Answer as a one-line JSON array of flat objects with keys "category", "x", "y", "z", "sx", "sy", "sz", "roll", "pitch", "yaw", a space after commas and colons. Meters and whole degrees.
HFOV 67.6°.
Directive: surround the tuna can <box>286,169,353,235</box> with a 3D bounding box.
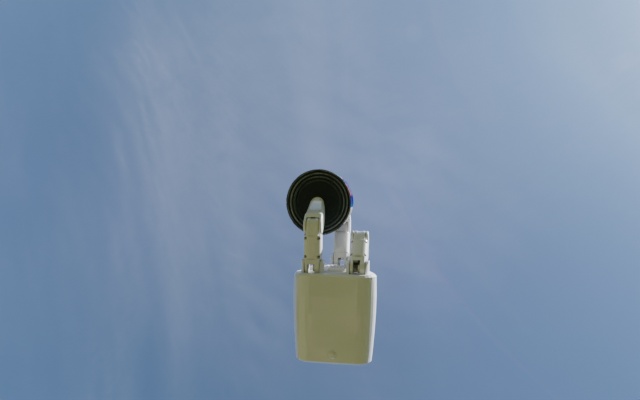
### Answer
[{"category": "tuna can", "x": 0.000, "y": 0.002, "z": 0.632, "sx": 0.086, "sy": 0.086, "sz": 0.034, "roll": 0, "pitch": 1, "yaw": 11}]
